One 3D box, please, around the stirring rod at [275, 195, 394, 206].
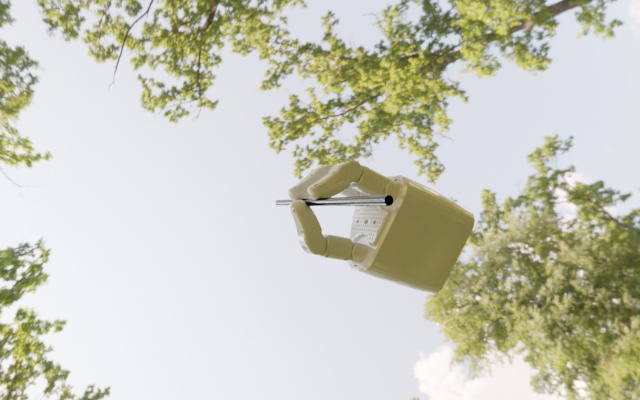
[{"bbox_3d":[0.000,0.002,0.461,0.011,0.011,0.239,0,-1,-25],"label":"stirring rod"}]
